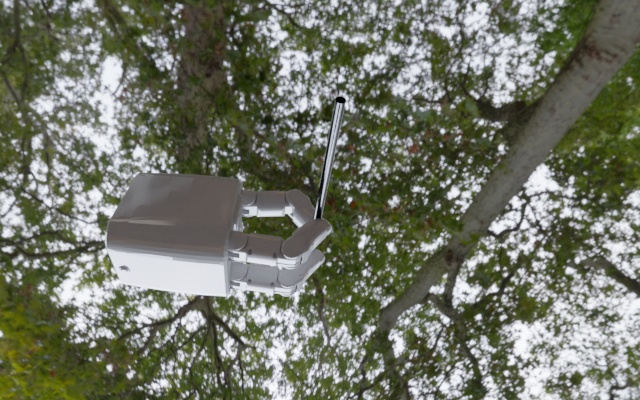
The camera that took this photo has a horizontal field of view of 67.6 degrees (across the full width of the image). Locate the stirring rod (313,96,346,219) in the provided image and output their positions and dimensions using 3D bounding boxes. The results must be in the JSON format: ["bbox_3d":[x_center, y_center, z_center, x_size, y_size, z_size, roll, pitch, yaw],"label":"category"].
[{"bbox_3d":[0.000,0.001,0.438,0.011,0.011,0.240,0,-38,-9],"label":"stirring rod"}]
